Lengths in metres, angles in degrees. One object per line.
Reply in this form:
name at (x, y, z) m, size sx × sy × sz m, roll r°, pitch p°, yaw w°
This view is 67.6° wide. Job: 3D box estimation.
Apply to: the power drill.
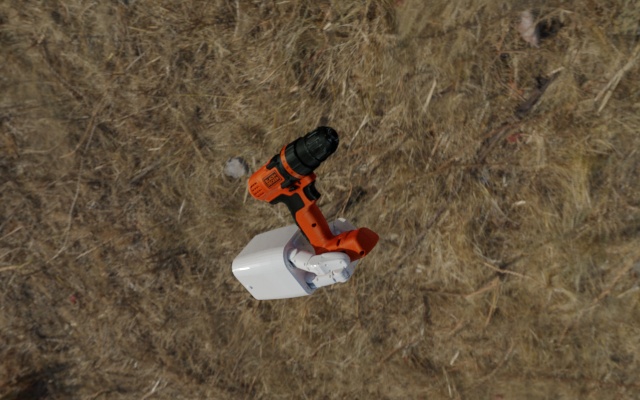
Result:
power drill at (0.000, 0.003, 0.681) m, size 0.184 × 0.187 × 0.057 m, roll -30°, pitch 8°, yaw 45°
